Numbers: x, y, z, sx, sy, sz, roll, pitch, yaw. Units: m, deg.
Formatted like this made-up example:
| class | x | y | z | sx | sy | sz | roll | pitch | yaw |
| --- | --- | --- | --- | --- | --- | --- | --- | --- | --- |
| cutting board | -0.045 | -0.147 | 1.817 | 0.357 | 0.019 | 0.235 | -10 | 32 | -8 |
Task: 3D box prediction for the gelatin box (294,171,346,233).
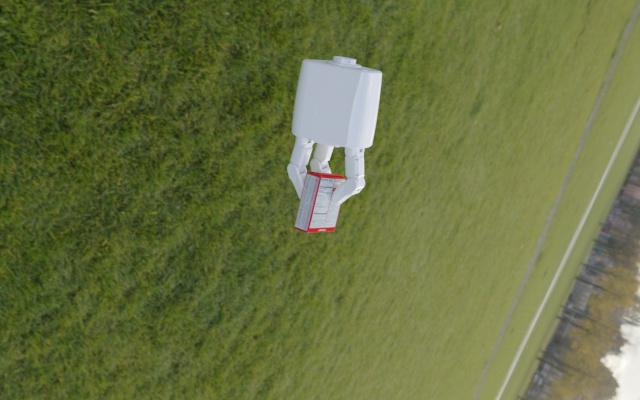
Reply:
| class | x | y | z | sx | sy | sz | roll | pitch | yaw |
| --- | --- | --- | --- | --- | --- | --- | --- | --- | --- |
| gelatin box | 0.000 | 0.003 | 0.720 | 0.030 | 0.089 | 0.073 | 17 | 9 | 33 |
